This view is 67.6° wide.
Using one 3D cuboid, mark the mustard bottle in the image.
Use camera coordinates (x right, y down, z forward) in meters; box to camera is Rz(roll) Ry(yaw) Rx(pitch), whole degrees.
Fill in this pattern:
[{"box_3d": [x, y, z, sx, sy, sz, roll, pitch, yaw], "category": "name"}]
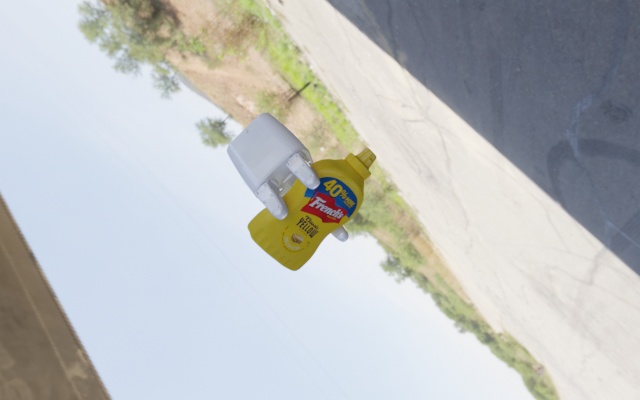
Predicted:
[{"box_3d": [0.000, 0.002, 0.640, 0.096, 0.191, 0.058, 44, 5, -30], "category": "mustard bottle"}]
